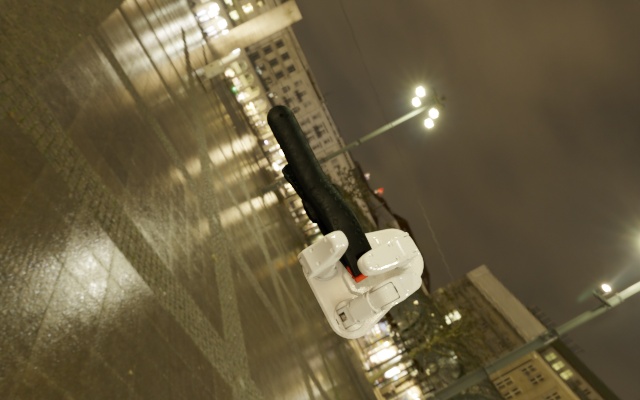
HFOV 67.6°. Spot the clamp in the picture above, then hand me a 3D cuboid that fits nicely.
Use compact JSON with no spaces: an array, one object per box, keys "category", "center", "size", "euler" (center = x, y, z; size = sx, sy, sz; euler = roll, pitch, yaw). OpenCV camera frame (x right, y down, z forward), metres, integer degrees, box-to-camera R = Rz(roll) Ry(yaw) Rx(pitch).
[{"category":"clamp","center":[0.001,0.001,0.458],"size":[0.039,0.171,0.120],"euler":[-28,-14,-3]}]
